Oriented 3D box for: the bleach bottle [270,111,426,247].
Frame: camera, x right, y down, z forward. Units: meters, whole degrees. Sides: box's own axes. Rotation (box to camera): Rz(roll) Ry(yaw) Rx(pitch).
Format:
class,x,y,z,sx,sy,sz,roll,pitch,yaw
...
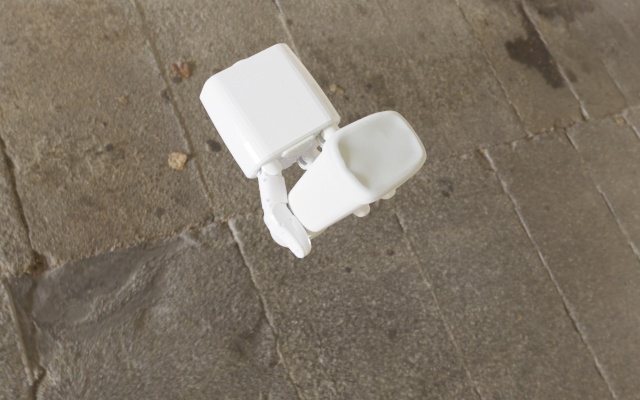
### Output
class,x,y,z,sx,sy,sz,roll,pitch,yaw
bleach bottle,0.000,0.002,0.510,0.102,0.068,0.251,-31,-5,-34
